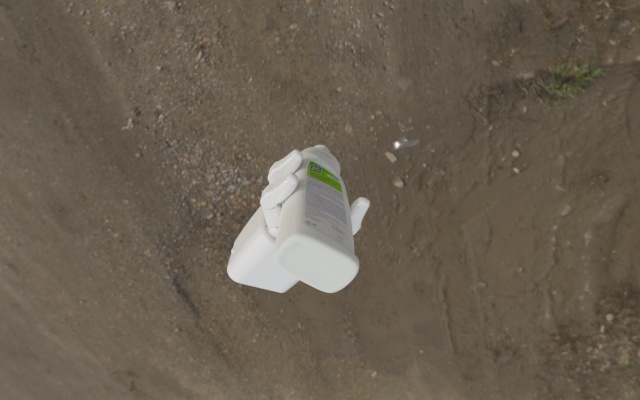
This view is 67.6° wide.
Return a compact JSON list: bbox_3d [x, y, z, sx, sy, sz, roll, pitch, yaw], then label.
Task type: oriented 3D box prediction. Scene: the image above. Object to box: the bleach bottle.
[{"bbox_3d":[0.000,0.002,0.654,0.102,0.068,0.250,30,33,-17],"label":"bleach bottle"}]
